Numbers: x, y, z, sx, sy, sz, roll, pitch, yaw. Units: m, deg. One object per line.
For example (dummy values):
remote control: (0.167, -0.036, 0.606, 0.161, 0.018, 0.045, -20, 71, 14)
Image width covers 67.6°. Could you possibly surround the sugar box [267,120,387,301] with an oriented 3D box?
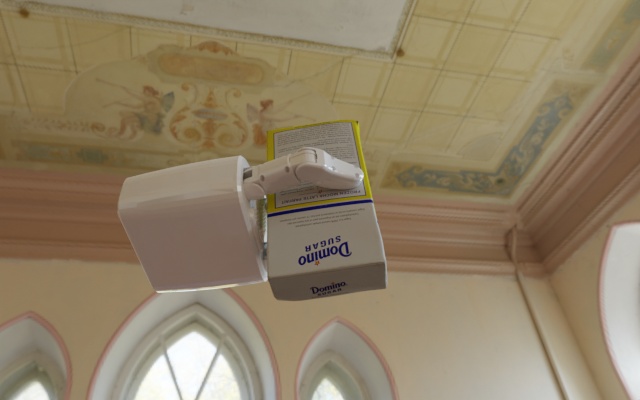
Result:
sugar box: (0.000, 0.002, 0.428, 0.093, 0.176, 0.048, -8, -40, 3)
